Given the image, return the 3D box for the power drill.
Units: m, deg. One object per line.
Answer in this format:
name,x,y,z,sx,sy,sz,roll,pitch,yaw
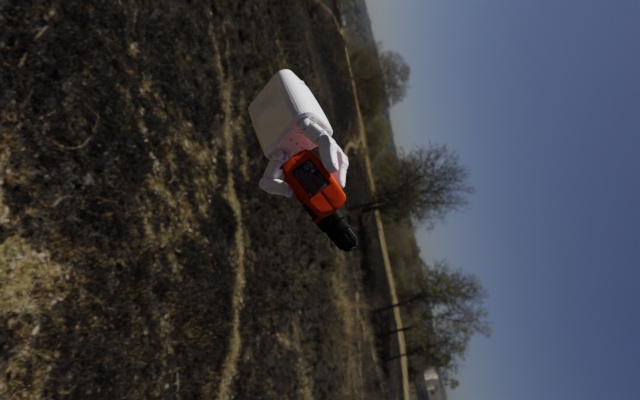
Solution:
power drill,0.000,0.002,0.781,0.057,0.184,0.188,-38,-8,-7
